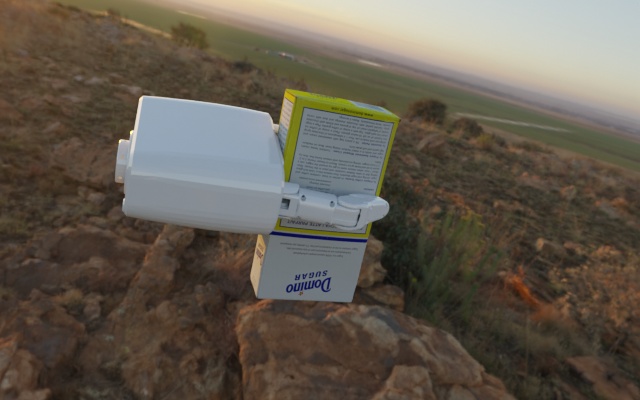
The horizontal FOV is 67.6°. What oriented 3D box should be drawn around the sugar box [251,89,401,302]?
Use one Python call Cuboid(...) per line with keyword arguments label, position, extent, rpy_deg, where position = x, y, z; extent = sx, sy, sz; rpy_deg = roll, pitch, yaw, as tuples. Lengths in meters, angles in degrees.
Cuboid(label="sugar box", position=(0.000, 0.001, 0.415), extent=(0.093, 0.176, 0.048), rpy_deg=(7, 21, -20))
